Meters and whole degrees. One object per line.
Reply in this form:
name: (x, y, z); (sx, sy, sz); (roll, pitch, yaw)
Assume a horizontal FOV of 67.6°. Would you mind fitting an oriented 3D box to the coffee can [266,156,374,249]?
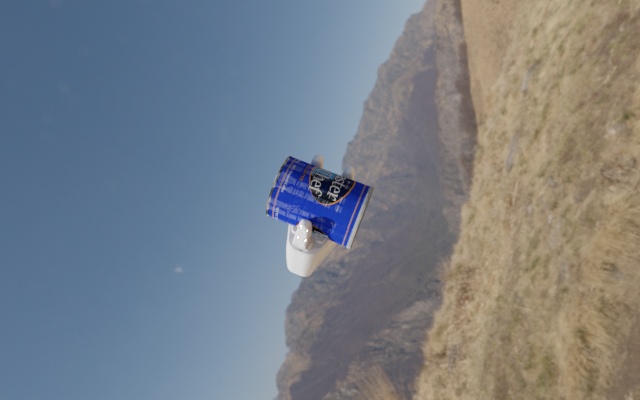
coffee can: (0.000, 0.002, 0.744); (0.140, 0.103, 0.103); (21, 2, 6)
